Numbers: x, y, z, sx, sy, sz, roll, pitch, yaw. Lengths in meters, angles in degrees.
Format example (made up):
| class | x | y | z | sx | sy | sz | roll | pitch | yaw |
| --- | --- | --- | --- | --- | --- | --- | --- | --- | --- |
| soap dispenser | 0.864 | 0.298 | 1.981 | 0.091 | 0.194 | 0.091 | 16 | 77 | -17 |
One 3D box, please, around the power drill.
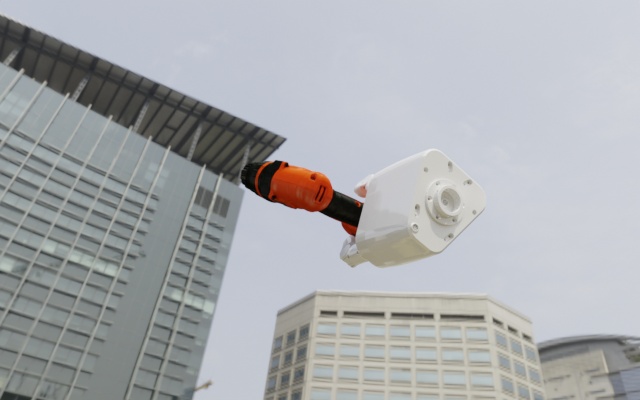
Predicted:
| class | x | y | z | sx | sy | sz | roll | pitch | yaw |
| --- | --- | --- | --- | --- | --- | --- | --- | --- | --- |
| power drill | 0.001 | 0.002 | 0.632 | 0.188 | 0.057 | 0.184 | 22 | -2 | -34 |
